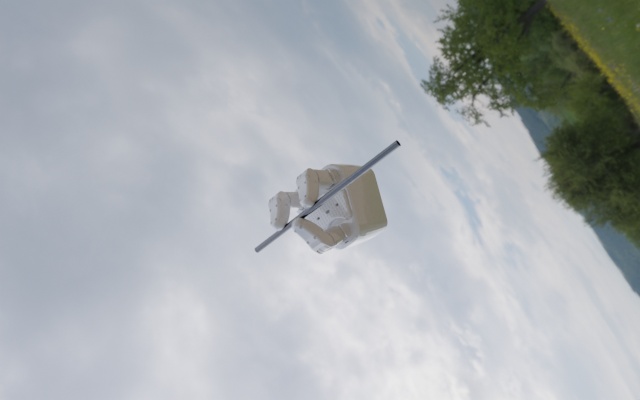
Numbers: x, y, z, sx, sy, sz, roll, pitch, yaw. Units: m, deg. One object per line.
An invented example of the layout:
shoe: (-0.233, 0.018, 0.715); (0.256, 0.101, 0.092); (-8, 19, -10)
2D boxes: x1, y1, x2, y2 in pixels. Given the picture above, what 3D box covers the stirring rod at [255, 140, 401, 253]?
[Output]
stirring rod: (0.000, 0.002, 0.573); (0.239, 0.011, 0.011); (-37, -20, 29)
